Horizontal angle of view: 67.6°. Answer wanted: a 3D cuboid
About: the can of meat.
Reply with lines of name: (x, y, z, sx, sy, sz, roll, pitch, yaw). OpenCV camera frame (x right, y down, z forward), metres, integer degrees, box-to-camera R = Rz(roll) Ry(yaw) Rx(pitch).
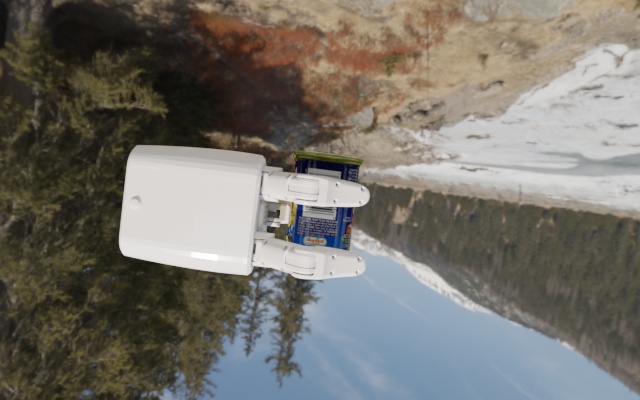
can of meat: (0.000, 0.002, 0.427, 0.057, 0.084, 0.102, 7, 2, -5)
